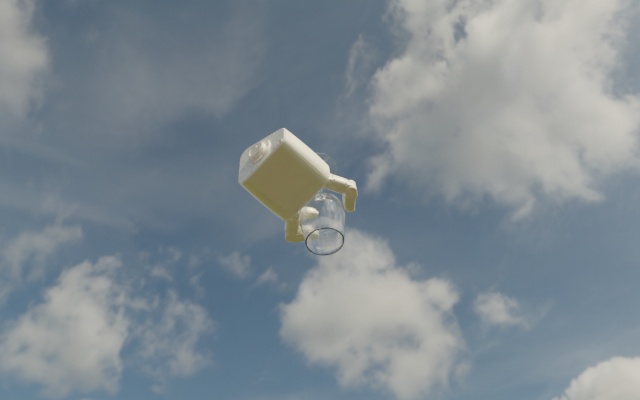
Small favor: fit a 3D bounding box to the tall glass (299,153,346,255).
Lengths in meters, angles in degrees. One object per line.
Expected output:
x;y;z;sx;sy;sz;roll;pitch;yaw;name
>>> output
0.000;0.002;0.830;0.079;0.079;0.200;0;40;-6;tall glass
